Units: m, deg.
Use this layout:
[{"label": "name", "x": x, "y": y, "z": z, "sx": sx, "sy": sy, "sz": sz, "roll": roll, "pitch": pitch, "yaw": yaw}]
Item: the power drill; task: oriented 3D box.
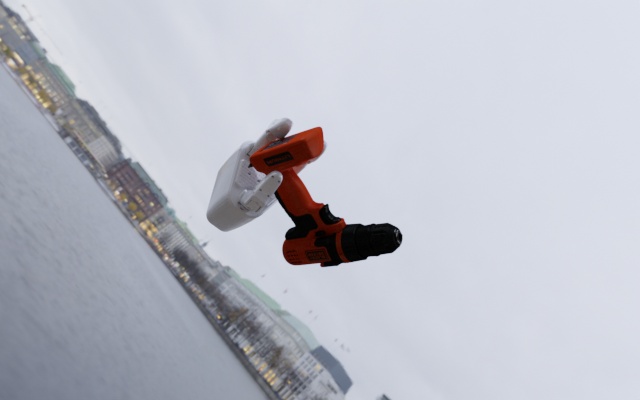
[{"label": "power drill", "x": 0.000, "y": 0.002, "z": 0.632, "sx": 0.184, "sy": 0.188, "sz": 0.057, "roll": -12, "pitch": 20, "yaw": 32}]
